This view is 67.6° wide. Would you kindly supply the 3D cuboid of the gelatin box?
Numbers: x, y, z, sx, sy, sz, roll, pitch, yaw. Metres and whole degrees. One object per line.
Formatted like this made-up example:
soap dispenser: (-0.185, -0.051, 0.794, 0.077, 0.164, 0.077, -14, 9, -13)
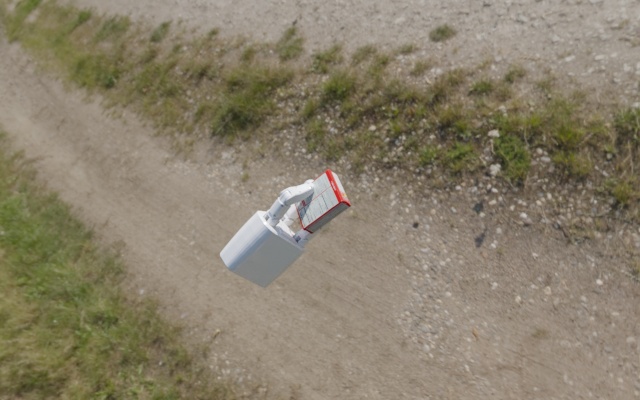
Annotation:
gelatin box: (0.000, 0.002, 0.815, 0.089, 0.073, 0.030, -38, -39, 20)
